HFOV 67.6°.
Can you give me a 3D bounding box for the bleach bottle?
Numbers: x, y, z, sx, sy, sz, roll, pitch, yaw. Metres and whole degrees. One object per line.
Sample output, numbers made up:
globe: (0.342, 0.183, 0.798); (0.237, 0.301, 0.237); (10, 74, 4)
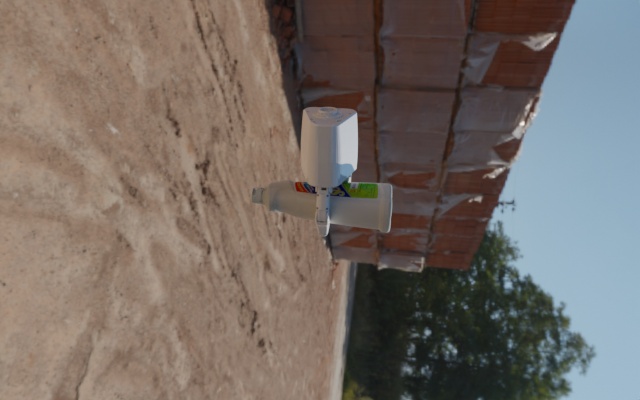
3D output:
bleach bottle: (0.000, 0.003, 0.856); (0.251, 0.068, 0.102); (4, 26, 6)
